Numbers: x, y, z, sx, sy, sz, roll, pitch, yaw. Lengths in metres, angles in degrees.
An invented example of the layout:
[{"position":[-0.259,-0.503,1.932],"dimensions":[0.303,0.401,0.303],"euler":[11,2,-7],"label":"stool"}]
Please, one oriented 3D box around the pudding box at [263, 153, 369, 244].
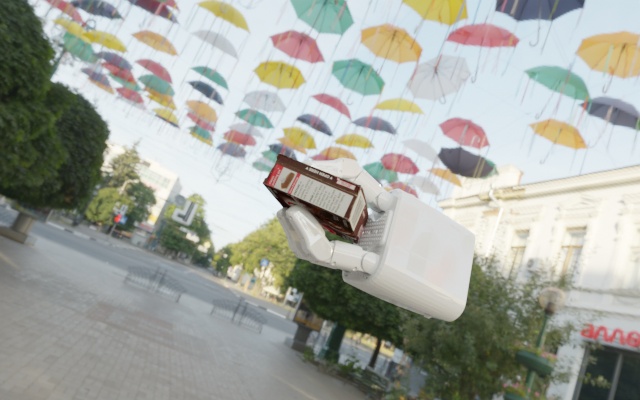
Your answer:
[{"position":[0.000,0.001,0.484],"dimensions":[0.090,0.039,0.113],"euler":[22,-14,14],"label":"pudding box"}]
